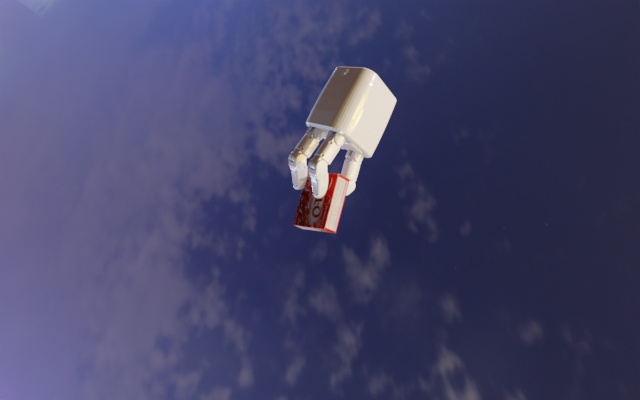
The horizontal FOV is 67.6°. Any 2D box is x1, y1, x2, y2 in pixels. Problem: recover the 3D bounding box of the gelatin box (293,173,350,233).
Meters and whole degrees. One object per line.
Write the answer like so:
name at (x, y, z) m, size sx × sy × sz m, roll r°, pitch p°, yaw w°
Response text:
gelatin box at (0.000, 0.003, 0.741) m, size 0.030 × 0.089 × 0.073 m, roll 23°, pitch -13°, yaw -42°
